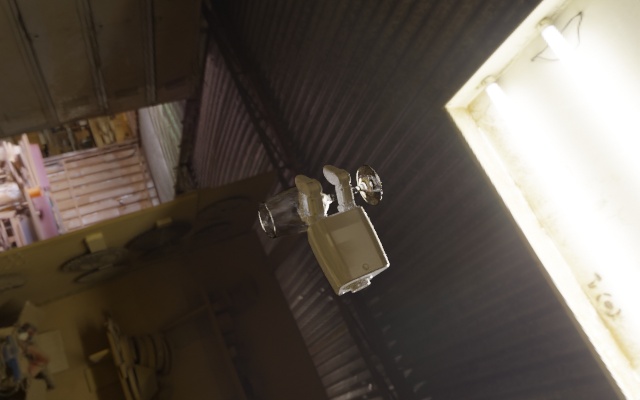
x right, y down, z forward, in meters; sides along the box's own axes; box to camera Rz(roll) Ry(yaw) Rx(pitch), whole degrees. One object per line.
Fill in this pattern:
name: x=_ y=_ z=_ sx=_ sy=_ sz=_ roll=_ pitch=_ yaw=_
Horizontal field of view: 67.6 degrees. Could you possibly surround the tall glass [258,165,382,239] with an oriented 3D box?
tall glass: x=0.001 y=0.002 z=0.796 sx=0.201 sy=0.079 sz=0.079 roll=-18 pitch=8 yaw=-24
